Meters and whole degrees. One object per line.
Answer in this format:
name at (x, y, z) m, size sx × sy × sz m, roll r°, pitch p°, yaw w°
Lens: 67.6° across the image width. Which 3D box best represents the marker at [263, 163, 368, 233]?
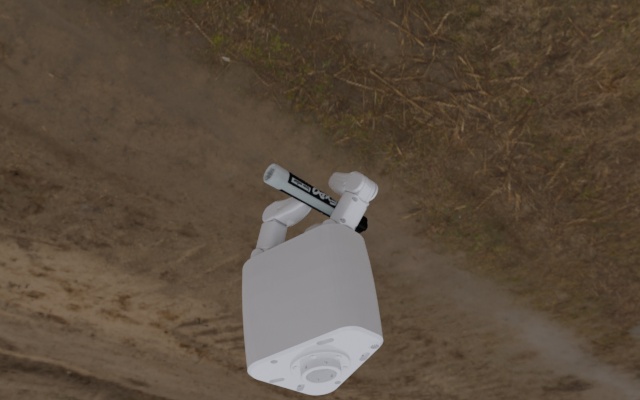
marker at (0.000, 0.001, 0.446) m, size 0.121 × 0.020 × 0.020 m, roll 30°, pitch -17°, yaw -32°
